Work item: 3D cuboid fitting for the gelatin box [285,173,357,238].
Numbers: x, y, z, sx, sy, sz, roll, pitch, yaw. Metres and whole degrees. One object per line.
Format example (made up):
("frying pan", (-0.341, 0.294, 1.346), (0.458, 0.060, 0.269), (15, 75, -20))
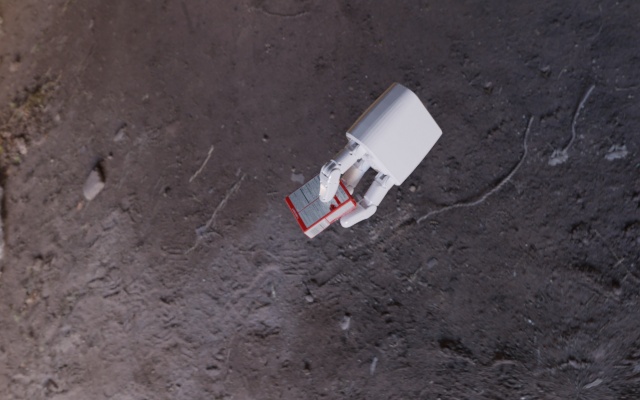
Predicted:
("gelatin box", (0.000, 0.002, 0.723), (0.089, 0.073, 0.030), (-36, -34, 4))
